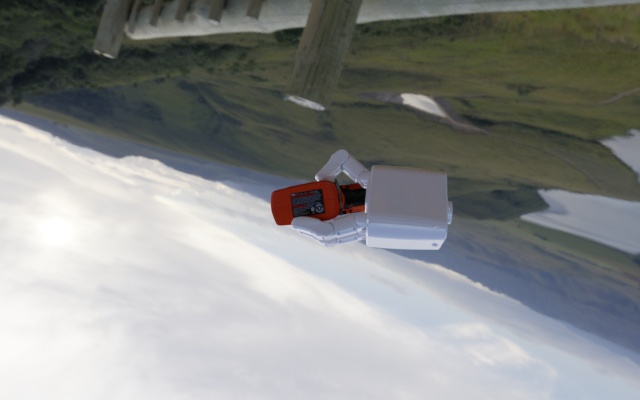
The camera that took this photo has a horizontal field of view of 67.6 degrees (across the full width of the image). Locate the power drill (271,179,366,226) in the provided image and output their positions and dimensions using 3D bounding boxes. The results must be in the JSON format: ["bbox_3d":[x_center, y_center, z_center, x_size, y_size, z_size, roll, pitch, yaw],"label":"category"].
[{"bbox_3d":[0.000,0.003,0.754,0.184,0.057,0.187,-11,-1,25],"label":"power drill"}]
